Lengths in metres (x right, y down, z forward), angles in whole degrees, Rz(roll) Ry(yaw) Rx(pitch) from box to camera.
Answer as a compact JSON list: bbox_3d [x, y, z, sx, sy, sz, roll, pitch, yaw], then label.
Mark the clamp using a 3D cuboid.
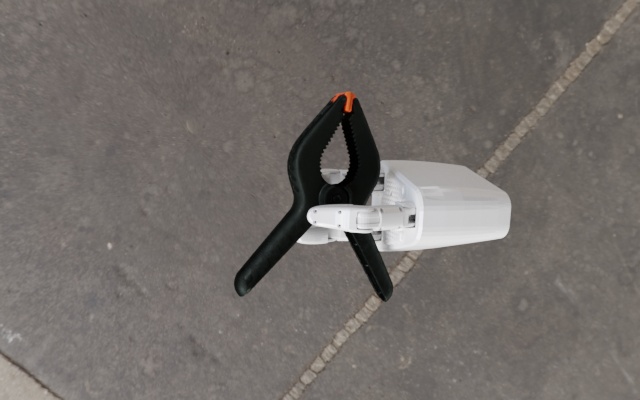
[{"bbox_3d":[0.001,0.001,0.459,0.164,0.210,0.036,-1,7,-22],"label":"clamp"}]
